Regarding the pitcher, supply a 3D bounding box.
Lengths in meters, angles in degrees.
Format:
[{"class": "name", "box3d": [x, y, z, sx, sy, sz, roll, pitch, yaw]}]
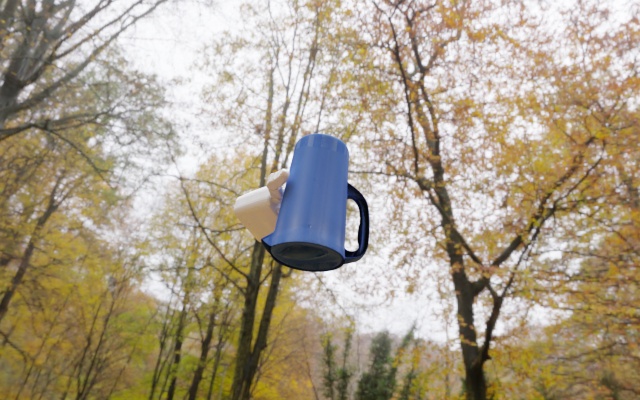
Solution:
[{"class": "pitcher", "box3d": [0.000, 0.003, 0.882, 0.145, 0.242, 0.149, -16, -37, 37]}]
